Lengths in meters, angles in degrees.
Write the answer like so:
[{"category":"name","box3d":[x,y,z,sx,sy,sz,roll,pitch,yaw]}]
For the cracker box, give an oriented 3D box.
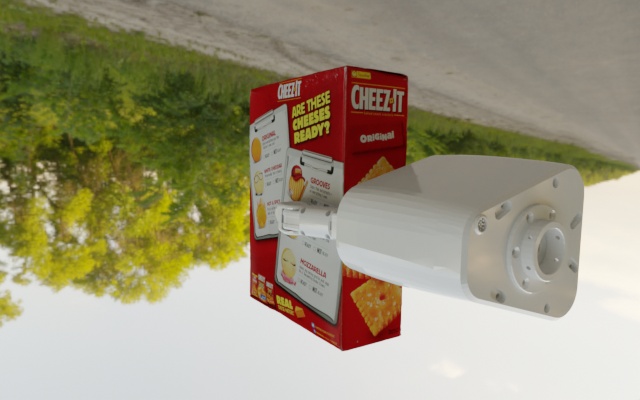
[{"category":"cracker box","box3d":[0.000,0.002,0.432,0.072,0.214,0.164,-2,6,-33]}]
